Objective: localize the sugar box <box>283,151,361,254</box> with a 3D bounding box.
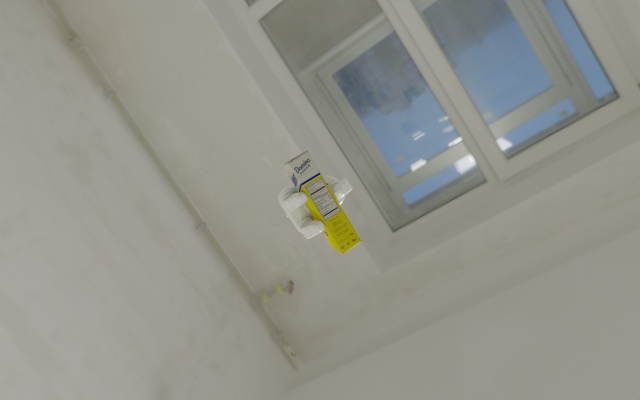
[{"bbox_3d":[0.000,0.003,0.814,0.048,0.176,0.093,-35,7,-8],"label":"sugar box"}]
